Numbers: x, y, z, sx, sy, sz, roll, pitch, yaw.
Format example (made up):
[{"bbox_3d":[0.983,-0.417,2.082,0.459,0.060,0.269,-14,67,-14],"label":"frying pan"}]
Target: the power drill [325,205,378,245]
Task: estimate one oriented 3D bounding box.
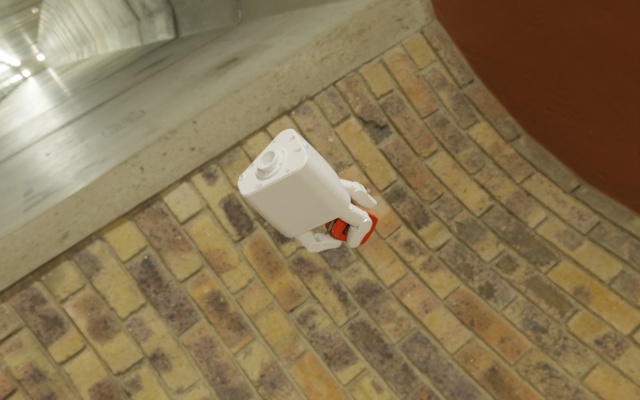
[{"bbox_3d":[0.000,0.003,0.787,0.187,0.057,0.184,32,8,33],"label":"power drill"}]
